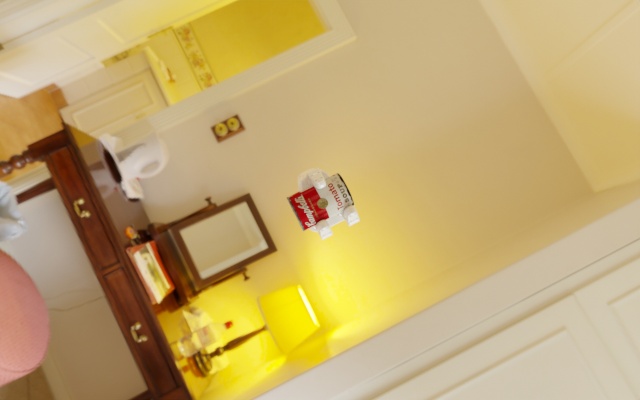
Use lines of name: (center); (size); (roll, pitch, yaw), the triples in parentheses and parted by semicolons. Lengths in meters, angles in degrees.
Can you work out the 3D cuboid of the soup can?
soup can: (0.000, 0.003, 0.845); (0.102, 0.068, 0.068); (-26, 2, -4)
